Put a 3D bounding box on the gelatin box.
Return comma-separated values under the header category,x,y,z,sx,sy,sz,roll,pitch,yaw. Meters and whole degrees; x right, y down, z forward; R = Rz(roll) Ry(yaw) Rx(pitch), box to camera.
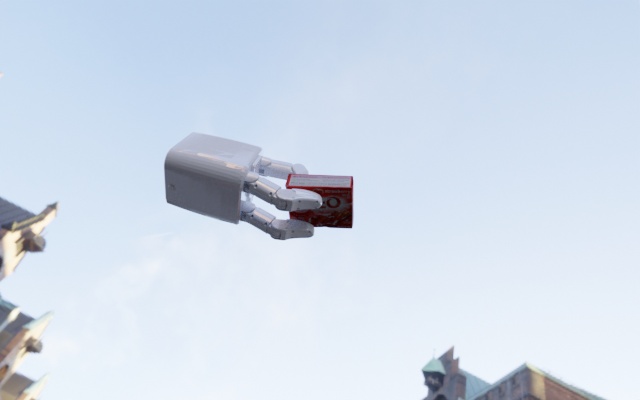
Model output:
category,x,y,z,sx,sy,sz,roll,pitch,yaw
gelatin box,0.000,0.002,0.643,0.089,0.073,0.030,2,40,6
